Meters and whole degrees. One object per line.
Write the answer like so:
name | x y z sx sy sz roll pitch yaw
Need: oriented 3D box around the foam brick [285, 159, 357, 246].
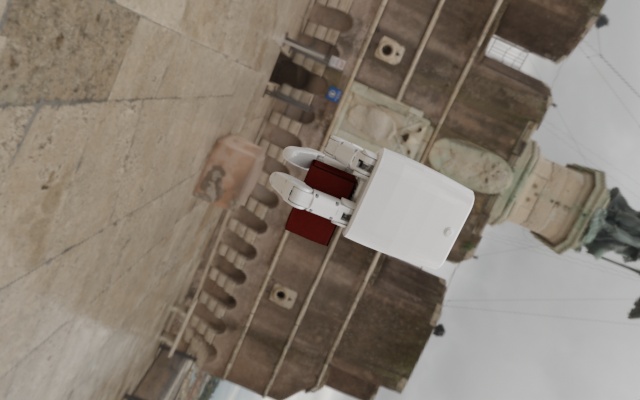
foam brick | 0.000 0.002 0.521 0.051 0.078 0.053 23 12 -4
